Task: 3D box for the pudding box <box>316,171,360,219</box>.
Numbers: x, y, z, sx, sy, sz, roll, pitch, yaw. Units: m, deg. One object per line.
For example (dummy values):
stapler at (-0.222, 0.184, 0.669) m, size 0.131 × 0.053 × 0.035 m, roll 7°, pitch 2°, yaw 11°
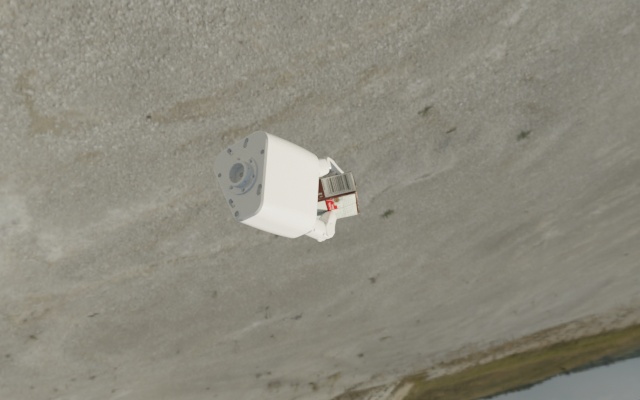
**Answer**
pudding box at (0.000, 0.002, 0.723) m, size 0.113 × 0.039 × 0.090 m, roll -12°, pitch -23°, yaw 2°
